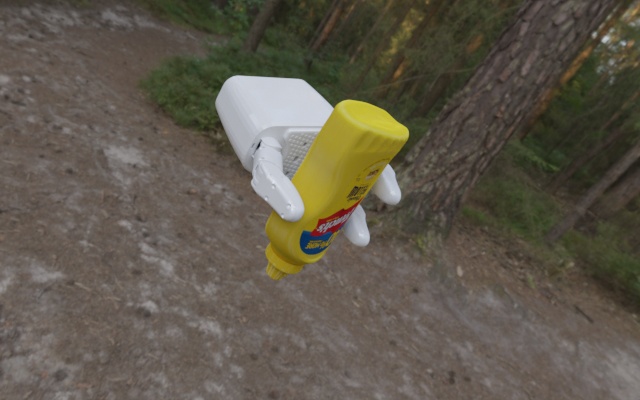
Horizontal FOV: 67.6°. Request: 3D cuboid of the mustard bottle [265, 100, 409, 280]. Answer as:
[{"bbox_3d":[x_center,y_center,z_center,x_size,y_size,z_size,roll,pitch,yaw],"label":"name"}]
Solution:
[{"bbox_3d":[0.000,0.001,0.444,0.058,0.192,0.096,43,26,19],"label":"mustard bottle"}]
